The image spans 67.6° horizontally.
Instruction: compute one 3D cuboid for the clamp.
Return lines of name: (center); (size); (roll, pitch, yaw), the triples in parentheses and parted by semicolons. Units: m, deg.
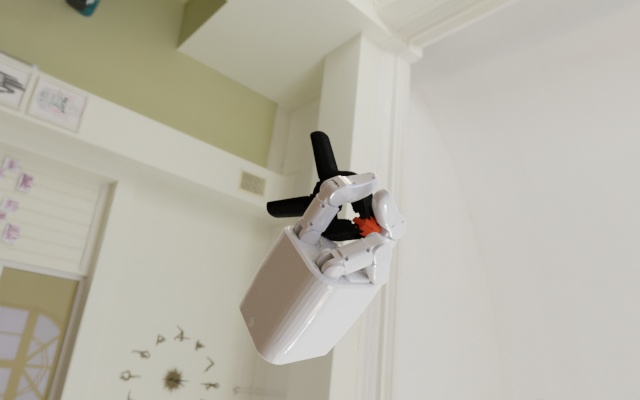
clamp: (0.001, 0.002, 0.542); (0.039, 0.120, 0.171); (22, 19, -37)
